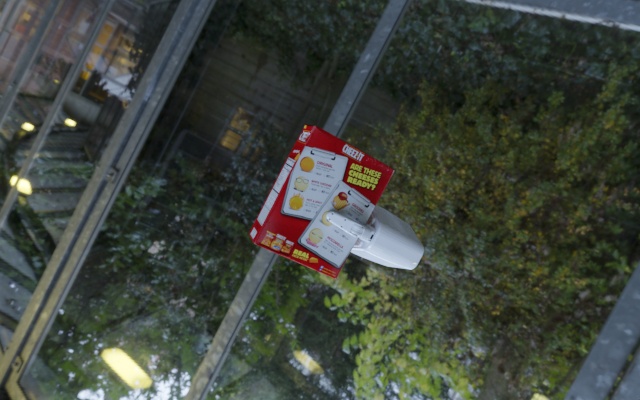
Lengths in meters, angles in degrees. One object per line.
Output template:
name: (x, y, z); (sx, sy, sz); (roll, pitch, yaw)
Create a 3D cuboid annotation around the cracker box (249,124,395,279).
cracker box: (0.000, 0.003, 0.810); (0.164, 0.214, 0.072); (26, 3, -22)
